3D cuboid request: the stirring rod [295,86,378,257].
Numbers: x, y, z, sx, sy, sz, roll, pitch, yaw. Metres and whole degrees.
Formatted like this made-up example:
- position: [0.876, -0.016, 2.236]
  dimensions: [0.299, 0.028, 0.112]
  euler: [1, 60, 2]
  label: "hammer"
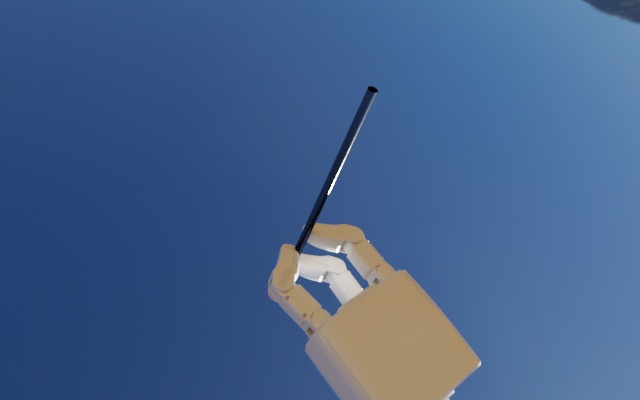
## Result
- position: [0.000, 0.001, 0.422]
  dimensions: [0.011, 0.011, 0.240]
  euler: [0, -42, -25]
  label: "stirring rod"
